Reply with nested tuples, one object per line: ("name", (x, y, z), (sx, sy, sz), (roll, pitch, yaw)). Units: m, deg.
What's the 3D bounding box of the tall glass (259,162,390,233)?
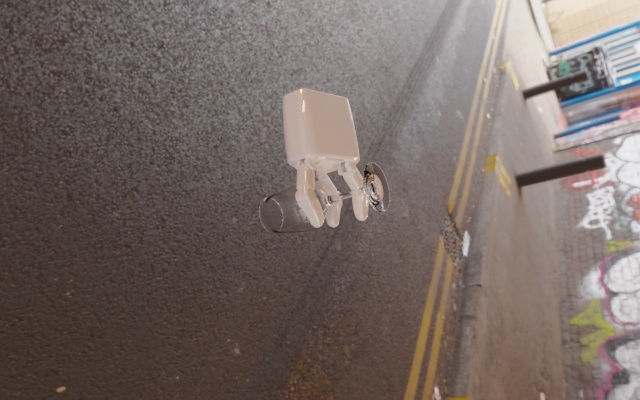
("tall glass", (0.001, 0.002, 0.732), (0.201, 0.079, 0.079), (-15, -9, 33))
